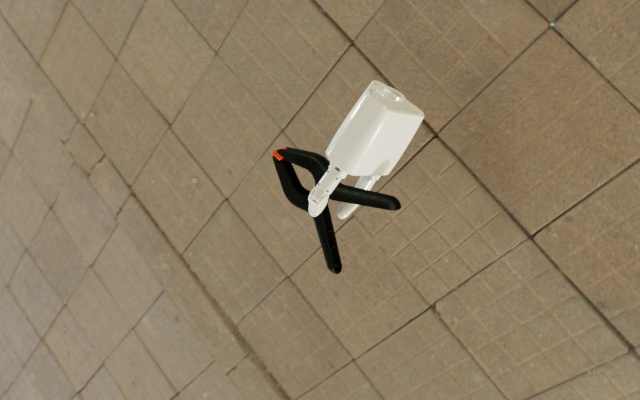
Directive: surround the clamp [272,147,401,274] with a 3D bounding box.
[{"bbox_3d":[-0.001,0.002,0.731,0.210,0.165,0.036,40,29,15],"label":"clamp"}]
